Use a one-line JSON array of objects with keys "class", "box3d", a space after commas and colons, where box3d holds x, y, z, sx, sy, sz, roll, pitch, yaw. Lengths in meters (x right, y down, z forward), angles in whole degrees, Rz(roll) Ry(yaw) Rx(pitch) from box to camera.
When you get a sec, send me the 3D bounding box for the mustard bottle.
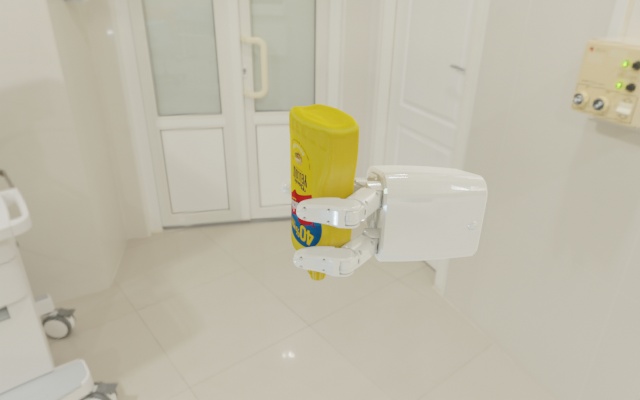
[{"class": "mustard bottle", "box3d": [0.000, 0.001, 0.507, 0.058, 0.192, 0.096, -12, 29, -25]}]
